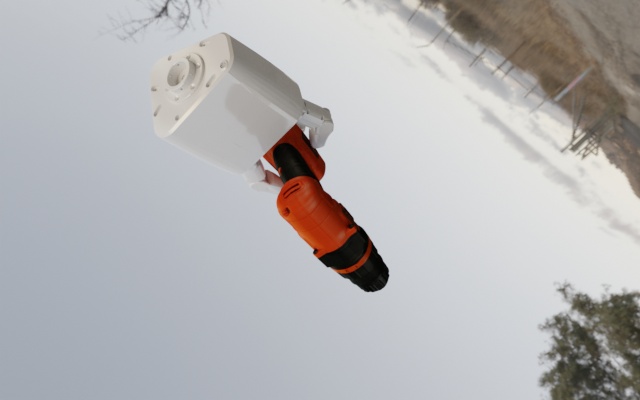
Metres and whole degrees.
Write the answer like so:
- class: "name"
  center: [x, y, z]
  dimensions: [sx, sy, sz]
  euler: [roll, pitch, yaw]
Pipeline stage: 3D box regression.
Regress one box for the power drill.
- class: "power drill"
  center: [0.000, 0.001, 0.532]
  dimensions: [0.057, 0.187, 0.184]
  euler: [-36, -48, 5]
